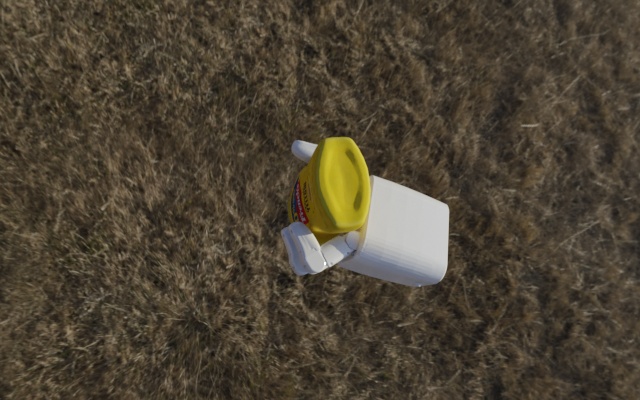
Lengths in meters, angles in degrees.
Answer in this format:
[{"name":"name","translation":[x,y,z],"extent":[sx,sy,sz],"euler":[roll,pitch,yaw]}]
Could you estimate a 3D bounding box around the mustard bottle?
[{"name":"mustard bottle","translation":[0.000,0.002,0.559],"extent":[0.058,0.096,0.192],"euler":[-6,-12,-16]}]
